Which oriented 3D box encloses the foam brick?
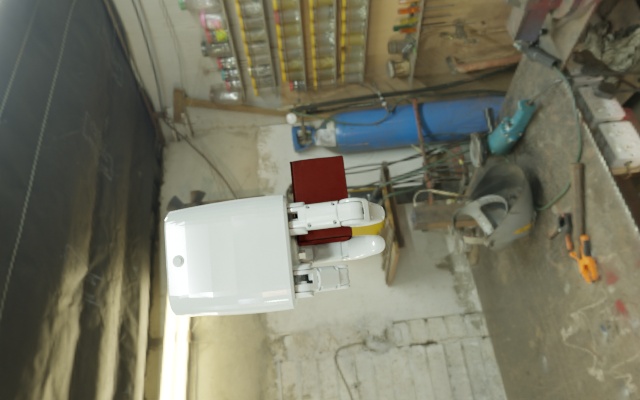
[{"bbox_3d":[0.000,0.001,0.456,0.051,0.078,0.053,-6,-9,0],"label":"foam brick"}]
